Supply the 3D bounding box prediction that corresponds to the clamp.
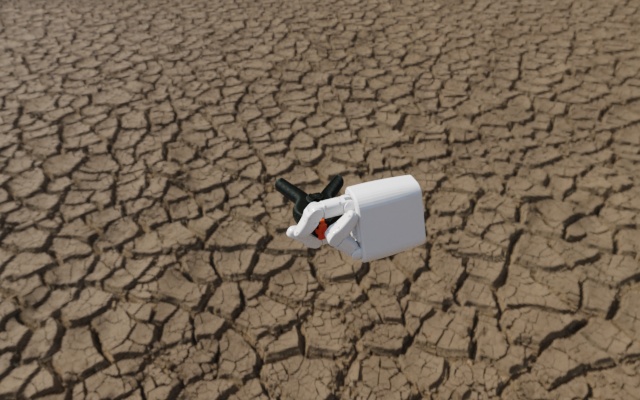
[{"bbox_3d":[0.000,0.002,0.787,0.120,0.039,0.171,-13,36,-12],"label":"clamp"}]
